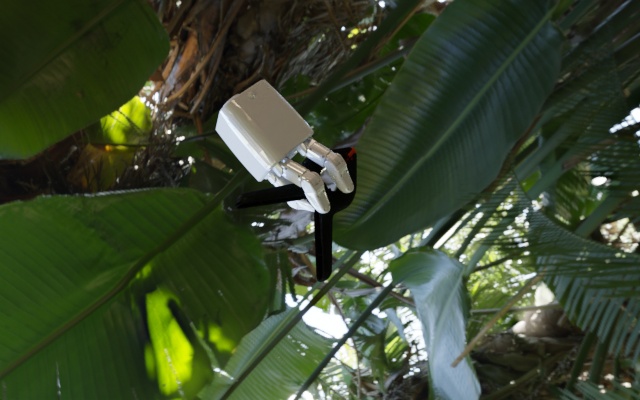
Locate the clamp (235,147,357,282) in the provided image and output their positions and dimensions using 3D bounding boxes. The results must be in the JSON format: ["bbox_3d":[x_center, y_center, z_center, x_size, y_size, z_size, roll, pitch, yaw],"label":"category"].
[{"bbox_3d":[0.000,0.002,0.692,0.210,0.164,0.036,-45,7,-34],"label":"clamp"}]
